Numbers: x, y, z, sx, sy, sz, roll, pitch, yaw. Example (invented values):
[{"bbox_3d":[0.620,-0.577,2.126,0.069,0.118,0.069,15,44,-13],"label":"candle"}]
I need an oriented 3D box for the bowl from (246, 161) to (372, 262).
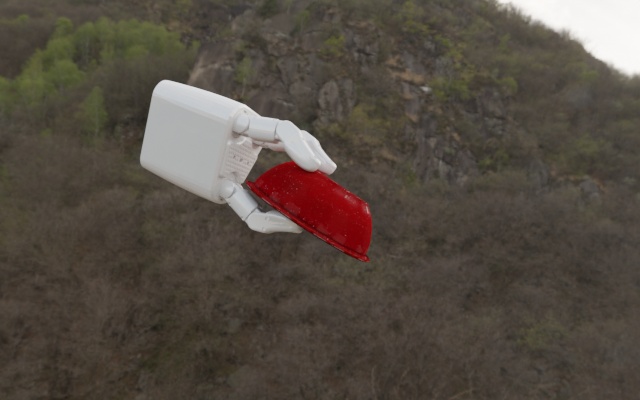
[{"bbox_3d":[0.001,0.002,0.529,0.162,0.055,0.162,33,3,-2],"label":"bowl"}]
